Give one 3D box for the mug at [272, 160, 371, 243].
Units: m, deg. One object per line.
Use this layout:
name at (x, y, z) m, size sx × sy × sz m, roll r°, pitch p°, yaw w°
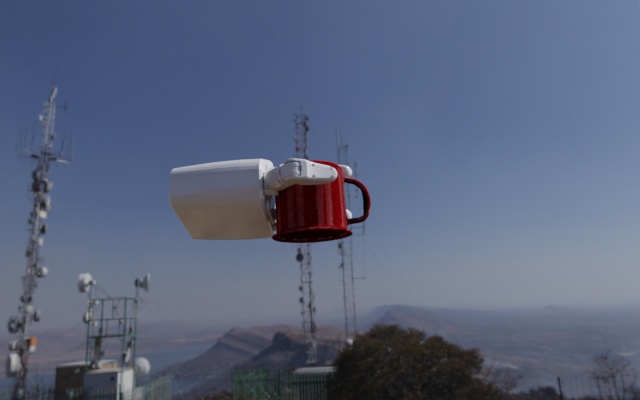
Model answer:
mug at (0.002, 0.002, 0.558) m, size 0.117 × 0.081 × 0.093 m, roll -4°, pitch -13°, yaw 1°
